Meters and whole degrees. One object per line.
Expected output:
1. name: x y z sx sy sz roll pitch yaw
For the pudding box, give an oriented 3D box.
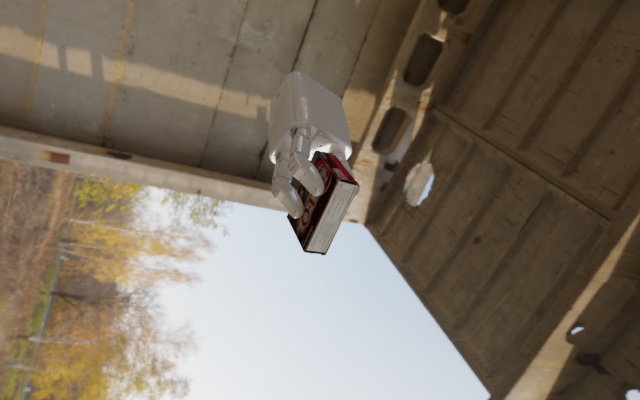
1. pudding box: 0.000 0.002 0.638 0.039 0.113 0.090 12 24 -25
